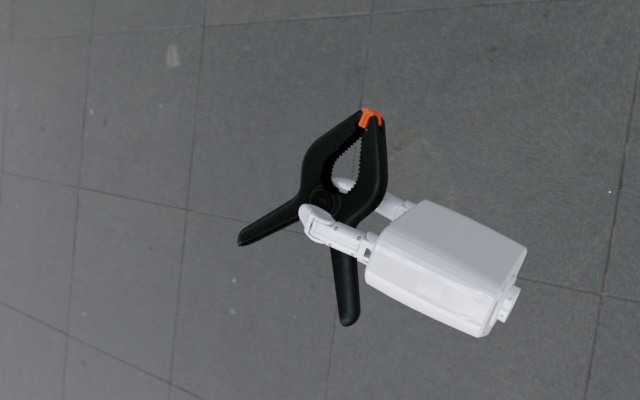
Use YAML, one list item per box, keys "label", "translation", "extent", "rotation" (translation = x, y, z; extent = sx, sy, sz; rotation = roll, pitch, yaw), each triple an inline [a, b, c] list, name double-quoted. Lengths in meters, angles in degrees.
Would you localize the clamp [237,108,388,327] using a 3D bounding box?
- label: "clamp"
  translation: [0.000, 0.001, 0.491]
  extent: [0.164, 0.210, 0.036]
  rotation: [25, 14, 25]
